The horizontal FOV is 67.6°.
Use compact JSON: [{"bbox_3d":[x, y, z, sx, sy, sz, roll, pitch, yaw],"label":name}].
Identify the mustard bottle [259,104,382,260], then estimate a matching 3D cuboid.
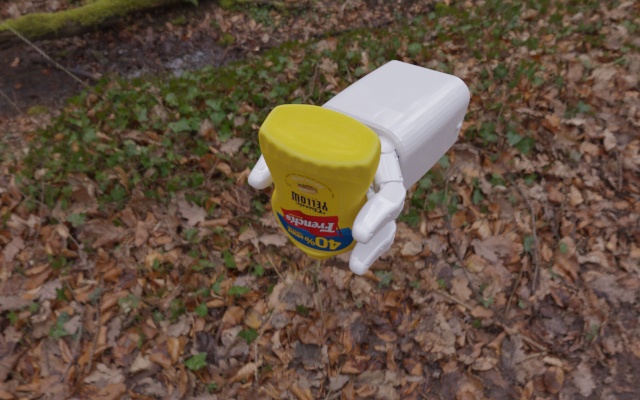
[{"bbox_3d":[0.000,0.002,0.443,0.096,0.058,0.192,18,-33,12],"label":"mustard bottle"}]
